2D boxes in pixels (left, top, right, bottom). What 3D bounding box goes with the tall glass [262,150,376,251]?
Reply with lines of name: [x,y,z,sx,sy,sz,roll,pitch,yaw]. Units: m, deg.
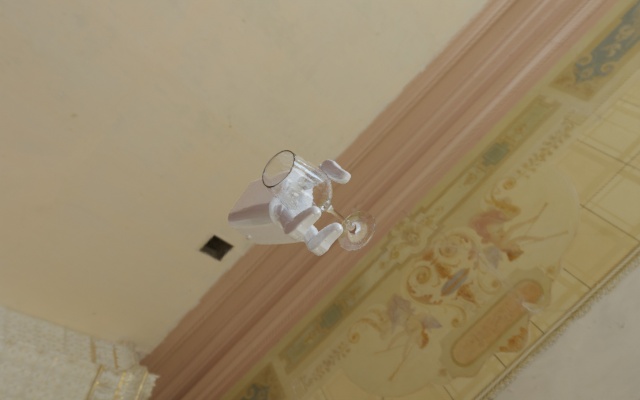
tall glass: [0.001,0.003,0.737,0.079,0.079,0.201,0,-29,43]
